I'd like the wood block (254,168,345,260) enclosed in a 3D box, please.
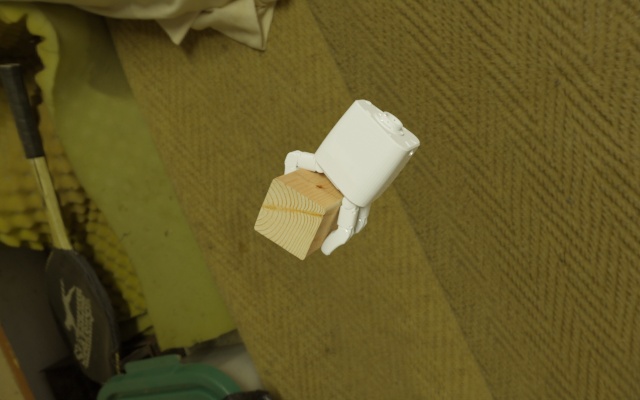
[{"bbox_3d":[0.000,0.002,0.749,0.091,0.090,0.206,32,25,16],"label":"wood block"}]
